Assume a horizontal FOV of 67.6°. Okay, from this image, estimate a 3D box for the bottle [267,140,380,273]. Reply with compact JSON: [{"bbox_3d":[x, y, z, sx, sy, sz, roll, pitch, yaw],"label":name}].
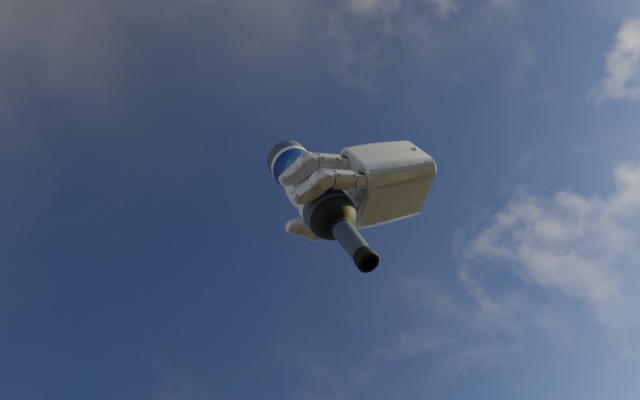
[{"bbox_3d":[0.000,0.002,0.657,0.069,0.069,0.295,0,28,-25],"label":"bottle"}]
